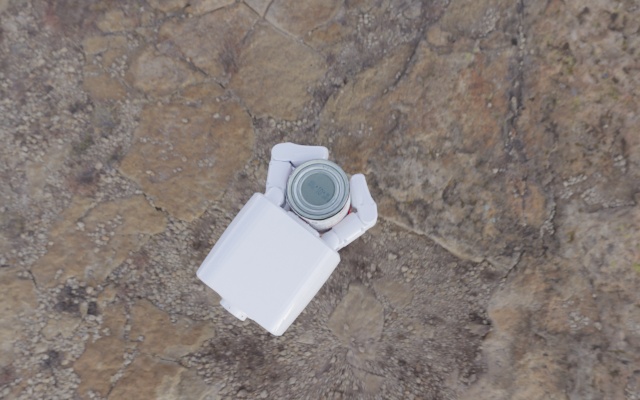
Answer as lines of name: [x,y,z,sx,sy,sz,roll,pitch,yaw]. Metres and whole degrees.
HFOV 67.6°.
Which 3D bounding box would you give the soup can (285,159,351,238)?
soup can: [0.000,0.001,0.532,0.068,0.068,0.102,0,-16,4]
